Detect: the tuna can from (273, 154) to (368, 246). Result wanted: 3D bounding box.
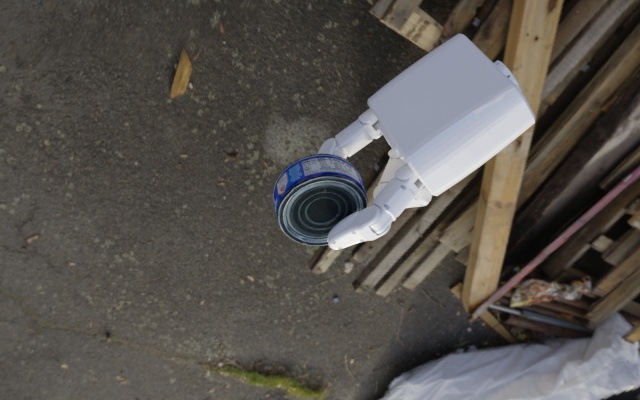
[{"bbox_3d":[0.000,0.002,0.441,0.086,0.086,0.033,0,39,-12],"label":"tuna can"}]
